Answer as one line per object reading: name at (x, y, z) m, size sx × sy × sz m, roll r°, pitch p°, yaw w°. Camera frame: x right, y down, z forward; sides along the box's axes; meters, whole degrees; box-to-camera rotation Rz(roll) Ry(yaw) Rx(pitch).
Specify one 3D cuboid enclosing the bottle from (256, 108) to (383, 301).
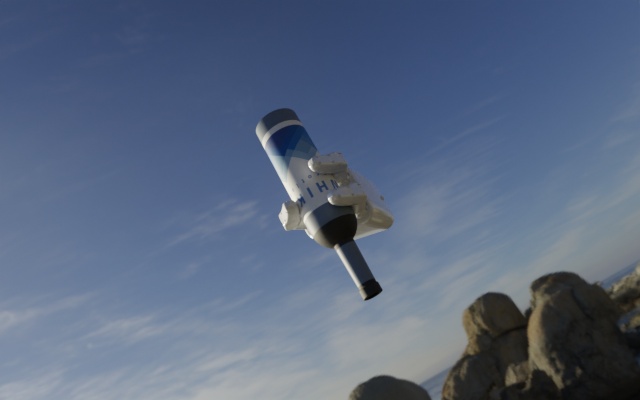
bottle at (0.000, 0.002, 0.658) m, size 0.069 × 0.295 × 0.069 m, roll -25°, pitch -24°, yaw -12°
